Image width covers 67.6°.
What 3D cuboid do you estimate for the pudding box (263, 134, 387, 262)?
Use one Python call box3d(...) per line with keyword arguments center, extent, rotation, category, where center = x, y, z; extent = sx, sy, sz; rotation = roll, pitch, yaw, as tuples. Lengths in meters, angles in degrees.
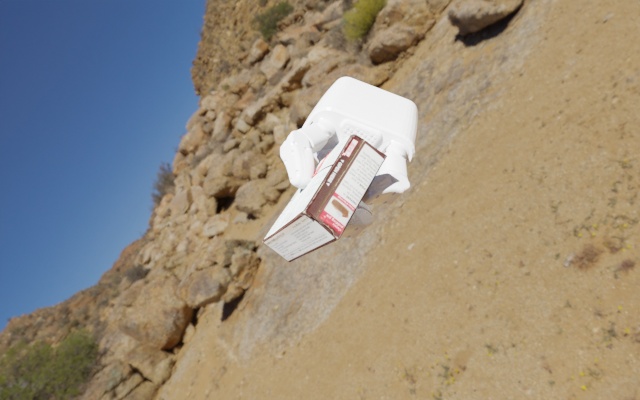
box3d(center=(0.000, 0.001, 0.422), extent=(0.039, 0.090, 0.113), rotation=(35, -27, -8), category="pudding box")
